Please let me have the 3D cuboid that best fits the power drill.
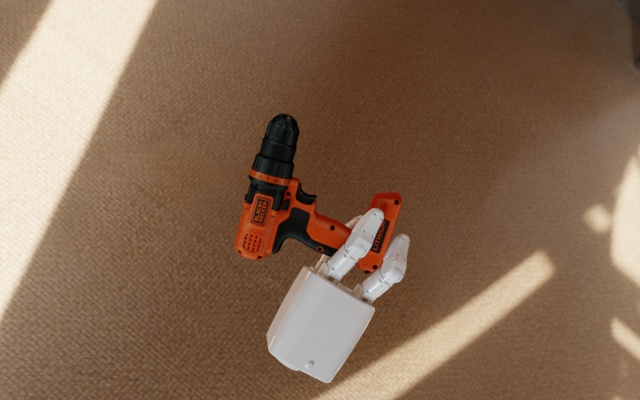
[{"bbox_3d":[0.000,0.002,0.592,0.187,0.184,0.057,16,11,-1],"label":"power drill"}]
